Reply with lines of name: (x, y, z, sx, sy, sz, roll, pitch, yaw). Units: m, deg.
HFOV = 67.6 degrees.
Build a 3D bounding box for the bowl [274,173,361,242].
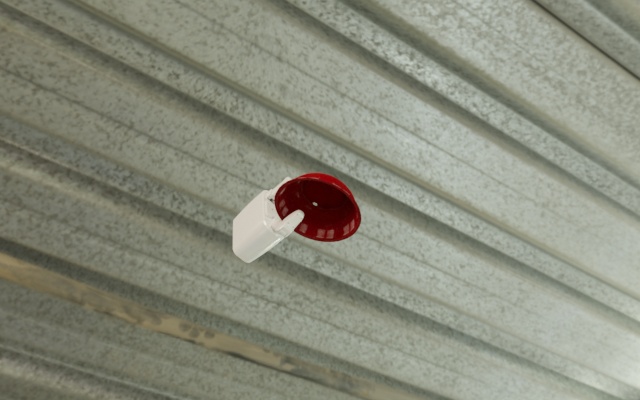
bowl: (0.001, 0.002, 0.872, 0.162, 0.162, 0.055, 0, 43, 21)
